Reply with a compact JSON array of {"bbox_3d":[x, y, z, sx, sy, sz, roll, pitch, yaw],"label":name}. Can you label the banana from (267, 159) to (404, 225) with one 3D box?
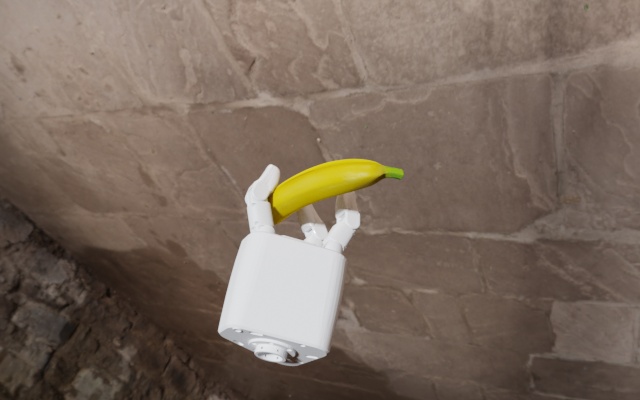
[{"bbox_3d":[-0.008,-0.008,0.544,0.198,0.037,0.070,-18,-38,31],"label":"banana"}]
